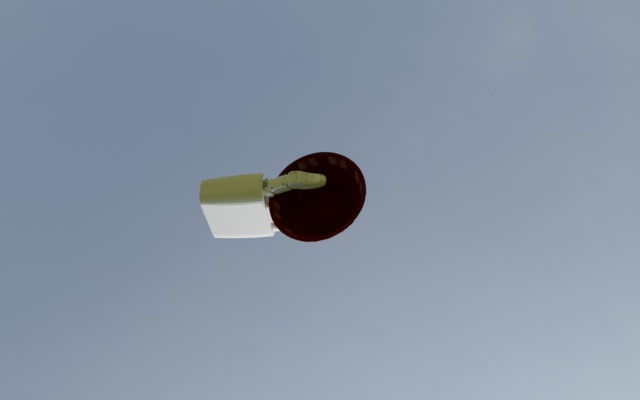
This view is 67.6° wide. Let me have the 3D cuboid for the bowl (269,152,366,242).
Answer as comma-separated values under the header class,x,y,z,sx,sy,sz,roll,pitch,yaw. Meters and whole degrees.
class,x,y,z,sx,sy,sz,roll,pitch,yaw
bowl,0.001,0.003,0.774,0.162,0.162,0.055,0,-28,19
